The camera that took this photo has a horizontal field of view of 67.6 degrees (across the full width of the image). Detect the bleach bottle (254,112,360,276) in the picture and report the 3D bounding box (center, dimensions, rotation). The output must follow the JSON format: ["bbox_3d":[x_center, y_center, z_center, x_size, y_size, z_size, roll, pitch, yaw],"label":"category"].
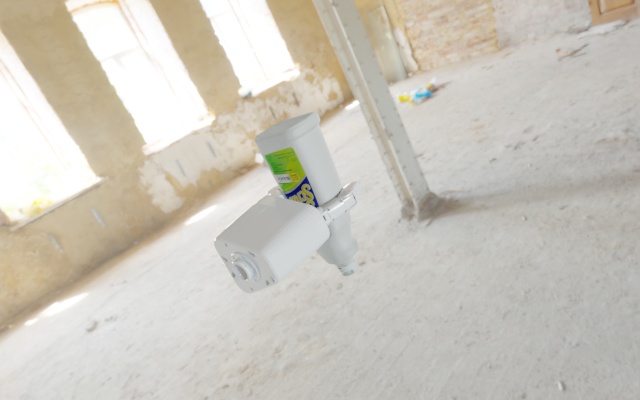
[{"bbox_3d":[0.000,0.002,0.701,0.102,0.251,0.068,-6,27,46],"label":"bleach bottle"}]
